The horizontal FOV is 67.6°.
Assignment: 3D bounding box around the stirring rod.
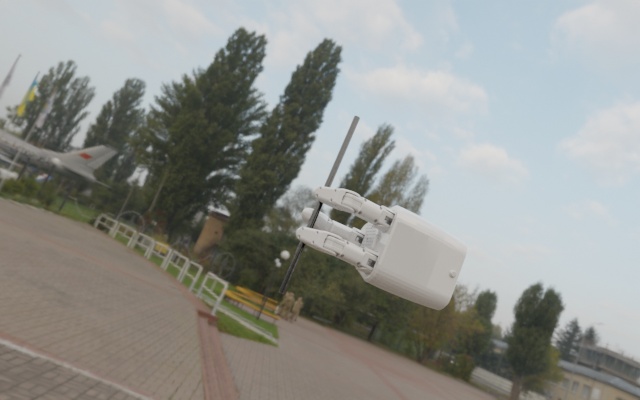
[{"bbox_3d":[0.000,0.002,0.590,0.011,0.239,0.011,23,-10,4],"label":"stirring rod"}]
